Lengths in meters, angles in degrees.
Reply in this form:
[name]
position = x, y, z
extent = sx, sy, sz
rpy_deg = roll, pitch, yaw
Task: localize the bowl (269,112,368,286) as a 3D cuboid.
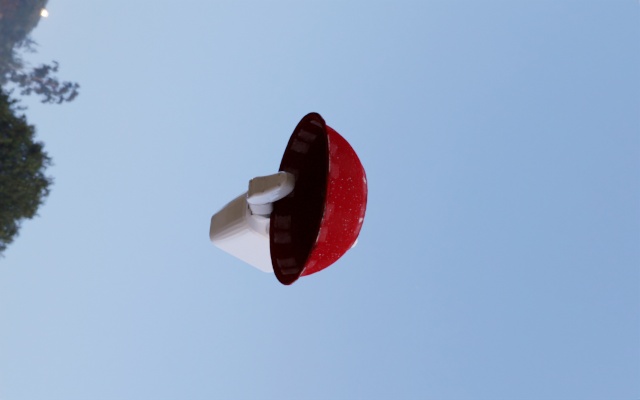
[bowl]
position = 0.001, 0.001, 0.450
extent = 0.055, 0.162, 0.162
rpy_deg = 10, -3, -20
